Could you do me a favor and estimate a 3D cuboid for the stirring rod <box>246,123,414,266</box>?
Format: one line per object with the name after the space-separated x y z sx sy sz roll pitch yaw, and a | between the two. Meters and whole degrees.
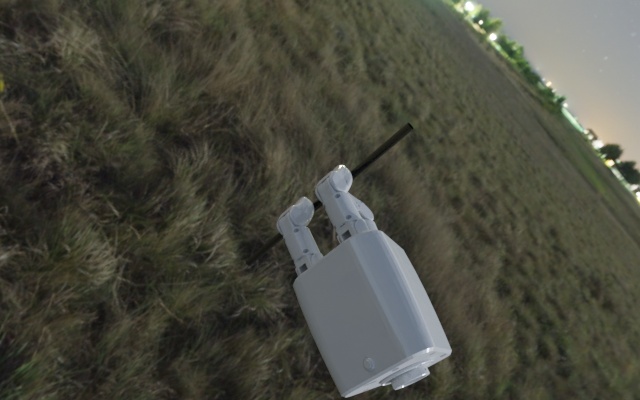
0.000 0.002 0.488 0.239 0.011 0.011 -40 -21 27 | stirring rod
